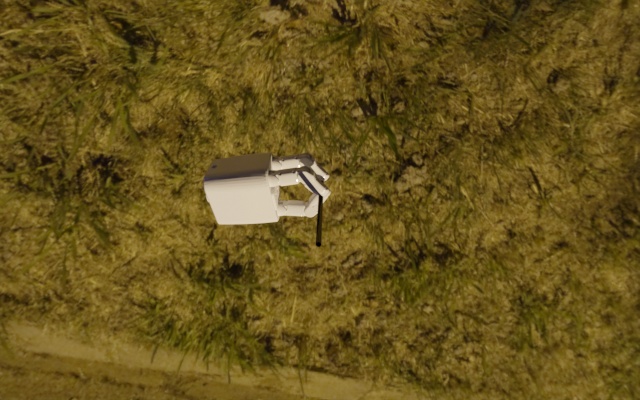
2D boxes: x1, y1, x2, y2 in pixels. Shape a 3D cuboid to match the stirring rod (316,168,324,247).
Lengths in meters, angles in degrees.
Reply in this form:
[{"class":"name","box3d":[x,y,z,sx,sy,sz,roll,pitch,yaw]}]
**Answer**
[{"class":"stirring rod","box3d":[0.000,0.002,0.758,0.011,0.011,0.239,0,29,2]}]
